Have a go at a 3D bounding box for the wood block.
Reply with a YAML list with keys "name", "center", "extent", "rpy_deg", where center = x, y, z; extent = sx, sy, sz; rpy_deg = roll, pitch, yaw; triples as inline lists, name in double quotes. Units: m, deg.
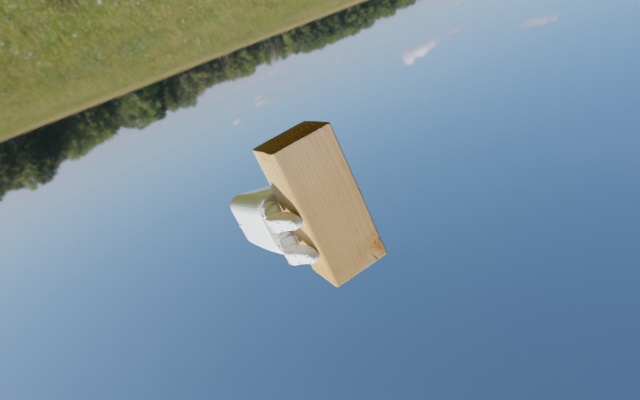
- name: "wood block"
  center: [0.000, 0.002, 0.666]
  extent: [0.091, 0.206, 0.090]
  rpy_deg: [-32, 21, -16]
